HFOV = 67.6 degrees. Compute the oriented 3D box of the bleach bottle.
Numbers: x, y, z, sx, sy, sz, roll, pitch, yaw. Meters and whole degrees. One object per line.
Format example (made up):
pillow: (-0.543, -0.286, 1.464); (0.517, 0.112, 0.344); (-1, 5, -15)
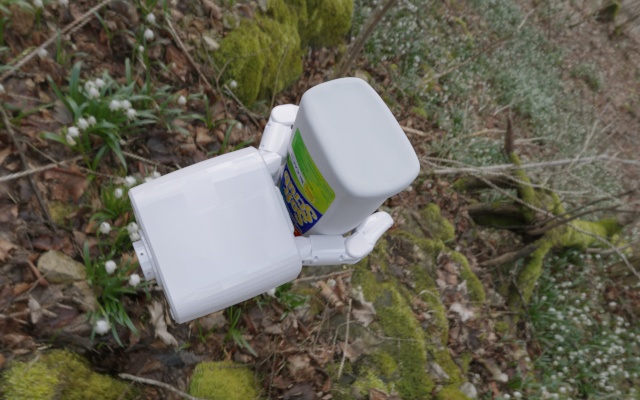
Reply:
bleach bottle: (0.000, 0.001, 0.449); (0.068, 0.102, 0.251); (-21, -18, -22)
